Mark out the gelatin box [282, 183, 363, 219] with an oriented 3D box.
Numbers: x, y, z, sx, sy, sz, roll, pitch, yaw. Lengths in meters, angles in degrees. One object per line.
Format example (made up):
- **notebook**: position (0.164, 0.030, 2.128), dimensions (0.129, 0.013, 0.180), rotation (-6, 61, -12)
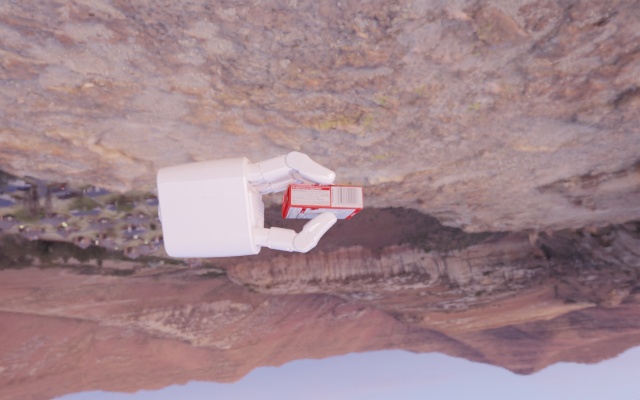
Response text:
- **gelatin box**: position (0.000, 0.002, 0.575), dimensions (0.089, 0.030, 0.073), rotation (2, -12, -9)
